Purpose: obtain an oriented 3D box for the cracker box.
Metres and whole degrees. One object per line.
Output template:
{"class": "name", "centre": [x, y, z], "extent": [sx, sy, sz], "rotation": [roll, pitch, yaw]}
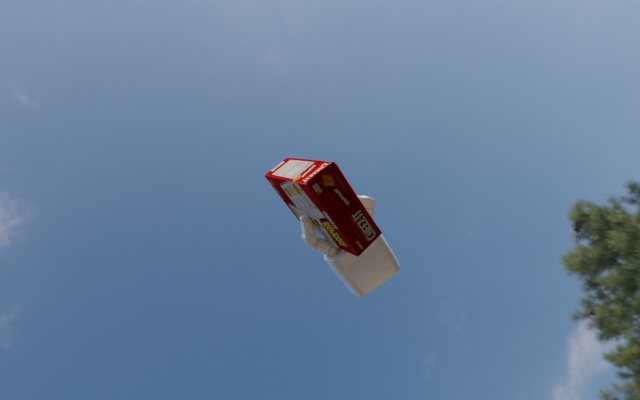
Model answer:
{"class": "cracker box", "centre": [0.000, 0.003, 0.890], "extent": [0.072, 0.164, 0.213], "rotation": [-42, 21, -15]}
